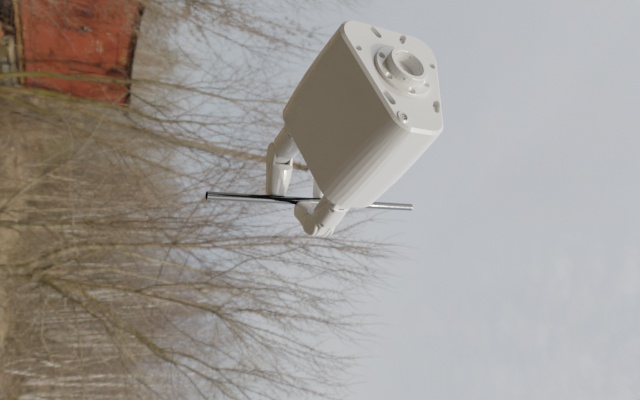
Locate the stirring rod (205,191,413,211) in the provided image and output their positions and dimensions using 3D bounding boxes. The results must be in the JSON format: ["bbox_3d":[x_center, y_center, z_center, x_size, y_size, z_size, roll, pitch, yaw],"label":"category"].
[{"bbox_3d":[0.000,0.002,0.498,0.239,0.011,0.011,3,-2,-29],"label":"stirring rod"}]
